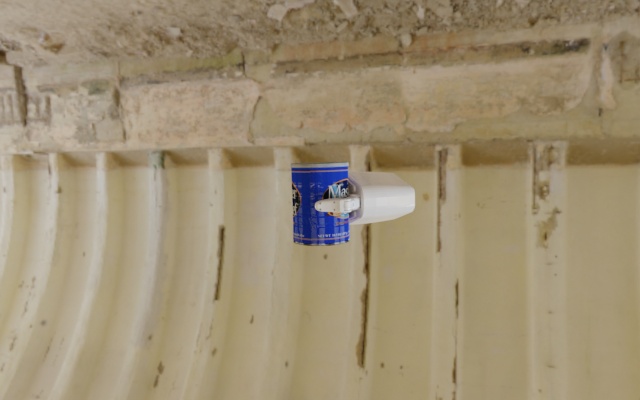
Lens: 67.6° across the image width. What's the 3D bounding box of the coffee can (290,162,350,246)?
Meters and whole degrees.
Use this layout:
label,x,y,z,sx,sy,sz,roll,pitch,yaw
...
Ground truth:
label,x,y,z,sx,sy,sz,roll,pitch,yaw
coffee can,0.000,0.003,0.850,0.103,0.140,0.103,-2,6,0
